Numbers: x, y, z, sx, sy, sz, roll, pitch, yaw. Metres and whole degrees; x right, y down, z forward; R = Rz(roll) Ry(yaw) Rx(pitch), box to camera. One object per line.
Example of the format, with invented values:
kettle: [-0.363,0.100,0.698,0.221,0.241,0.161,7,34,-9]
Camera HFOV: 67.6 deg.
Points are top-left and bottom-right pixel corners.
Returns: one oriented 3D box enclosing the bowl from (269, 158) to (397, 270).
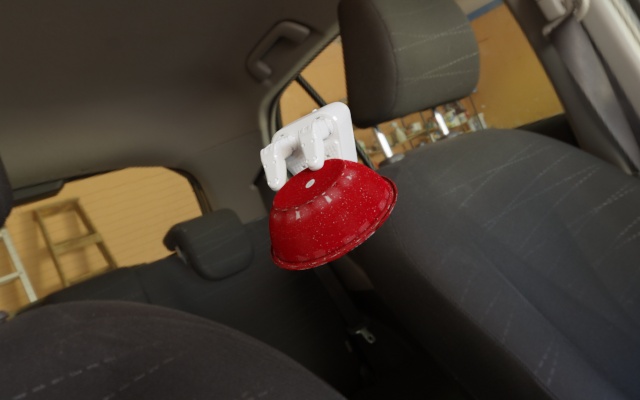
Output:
bowl: [0.000,0.002,0.528,0.162,0.055,0.162,-26,25,13]
